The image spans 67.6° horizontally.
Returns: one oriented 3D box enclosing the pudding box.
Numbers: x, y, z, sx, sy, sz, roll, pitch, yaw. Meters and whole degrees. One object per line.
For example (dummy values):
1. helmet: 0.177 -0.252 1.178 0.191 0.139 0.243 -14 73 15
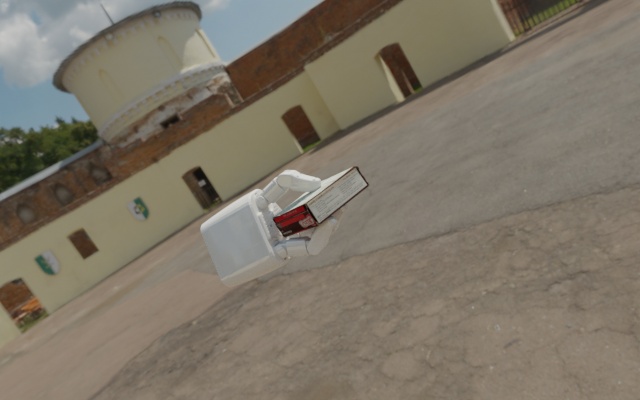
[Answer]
1. pudding box: 0.000 0.002 0.662 0.113 0.039 0.090 -39 10 -36
